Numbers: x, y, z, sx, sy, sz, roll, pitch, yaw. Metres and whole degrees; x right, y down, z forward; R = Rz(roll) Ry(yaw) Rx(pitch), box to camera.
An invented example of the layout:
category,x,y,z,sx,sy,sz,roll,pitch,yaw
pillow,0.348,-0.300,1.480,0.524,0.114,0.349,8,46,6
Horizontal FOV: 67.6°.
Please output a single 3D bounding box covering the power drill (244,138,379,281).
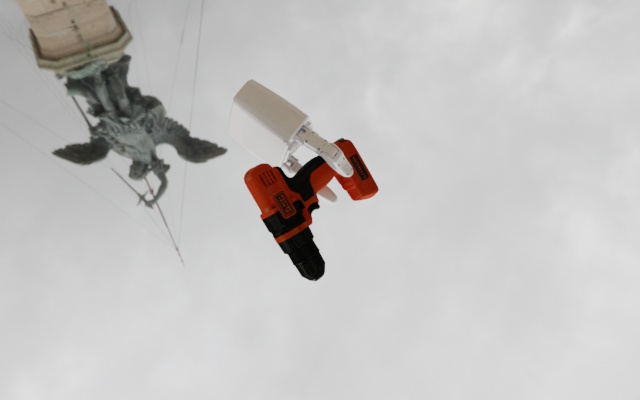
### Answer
category,x,y,z,sx,sy,sz,roll,pitch,yaw
power drill,0.000,0.002,0.713,0.187,0.184,0.057,-32,5,-34
